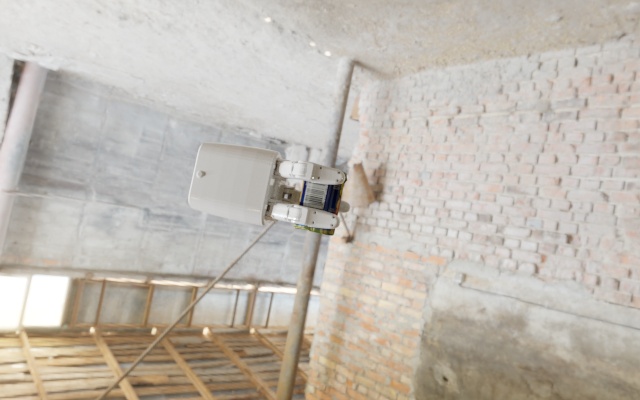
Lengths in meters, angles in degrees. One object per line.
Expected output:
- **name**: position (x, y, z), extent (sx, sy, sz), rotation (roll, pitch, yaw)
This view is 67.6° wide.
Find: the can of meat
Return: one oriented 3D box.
- **can of meat**: position (0.000, 0.002, 0.647), extent (0.057, 0.084, 0.102), rotation (11, -3, 5)
